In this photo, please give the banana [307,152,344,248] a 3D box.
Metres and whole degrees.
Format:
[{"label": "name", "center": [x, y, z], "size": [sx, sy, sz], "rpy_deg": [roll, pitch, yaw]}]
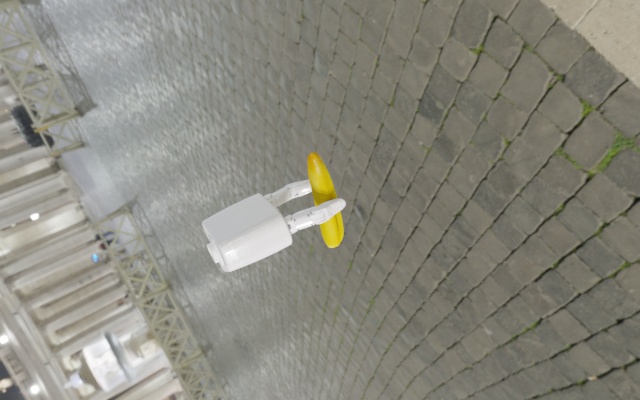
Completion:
[{"label": "banana", "center": [0.009, 0.015, 0.794], "size": [0.037, 0.198, 0.069], "rpy_deg": [-23, 41, -14]}]
